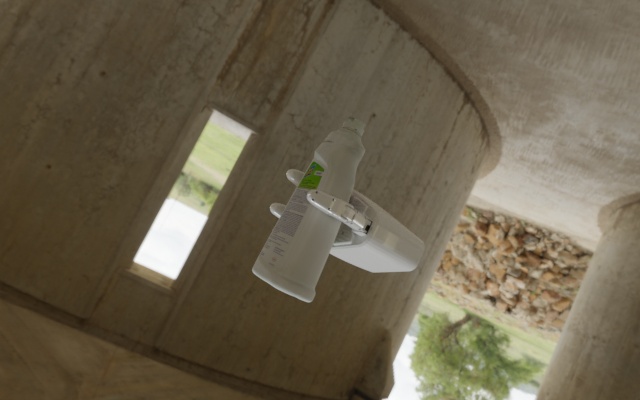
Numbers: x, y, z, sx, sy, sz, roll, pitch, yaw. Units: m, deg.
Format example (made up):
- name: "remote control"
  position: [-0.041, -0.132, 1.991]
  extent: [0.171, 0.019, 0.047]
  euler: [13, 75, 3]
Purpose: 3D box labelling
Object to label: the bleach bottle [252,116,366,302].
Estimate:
- name: "bleach bottle"
  position: [0.000, 0.002, 0.644]
  extent: [0.068, 0.251, 0.102]
  euler: [31, -8, -31]
